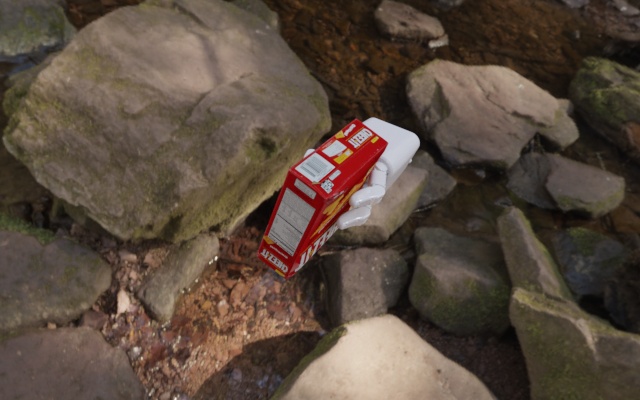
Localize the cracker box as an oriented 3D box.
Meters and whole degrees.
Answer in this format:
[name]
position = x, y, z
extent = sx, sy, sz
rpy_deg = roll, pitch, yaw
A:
[cracker box]
position = 0.000, 0.002, 0.721
extent = 0.164, 0.072, 0.214
rpy_deg = -42, -15, -40
